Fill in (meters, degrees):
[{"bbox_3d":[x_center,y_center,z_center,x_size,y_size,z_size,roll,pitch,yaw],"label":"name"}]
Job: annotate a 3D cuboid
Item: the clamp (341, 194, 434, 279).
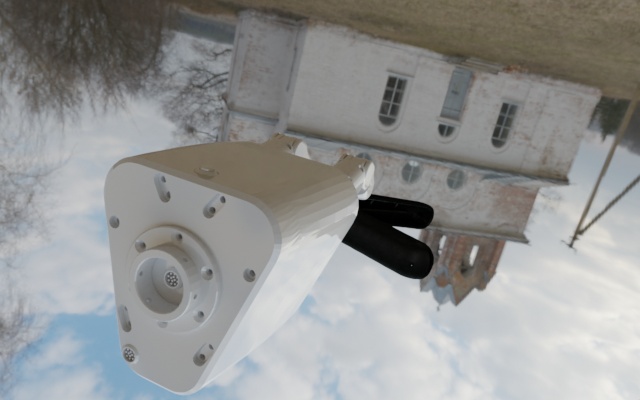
[{"bbox_3d":[-0.001,0.002,0.400,0.210,0.036,0.164,18,12,17],"label":"clamp"}]
